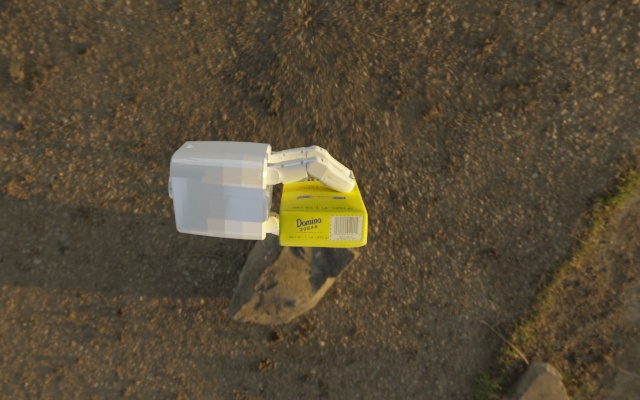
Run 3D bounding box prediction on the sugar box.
[{"bbox_3d":[0.000,0.001,0.575,0.093,0.048,0.176,2,21,-3],"label":"sugar box"}]
